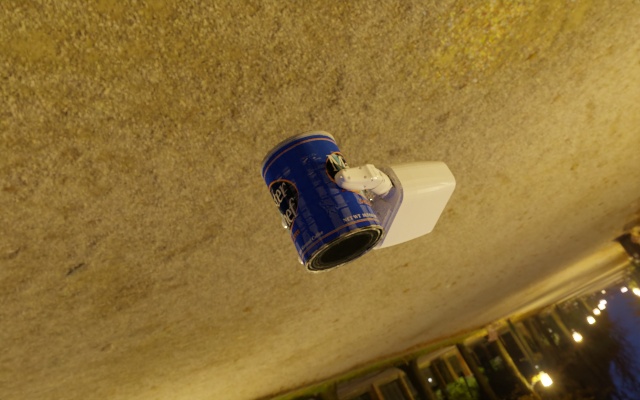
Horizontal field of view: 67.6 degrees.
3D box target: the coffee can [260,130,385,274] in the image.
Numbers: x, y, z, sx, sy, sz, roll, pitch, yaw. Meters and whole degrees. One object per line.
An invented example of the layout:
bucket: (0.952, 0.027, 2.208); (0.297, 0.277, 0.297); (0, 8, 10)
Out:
coffee can: (0.000, 0.002, 0.574); (0.103, 0.140, 0.103); (-22, -24, -11)
